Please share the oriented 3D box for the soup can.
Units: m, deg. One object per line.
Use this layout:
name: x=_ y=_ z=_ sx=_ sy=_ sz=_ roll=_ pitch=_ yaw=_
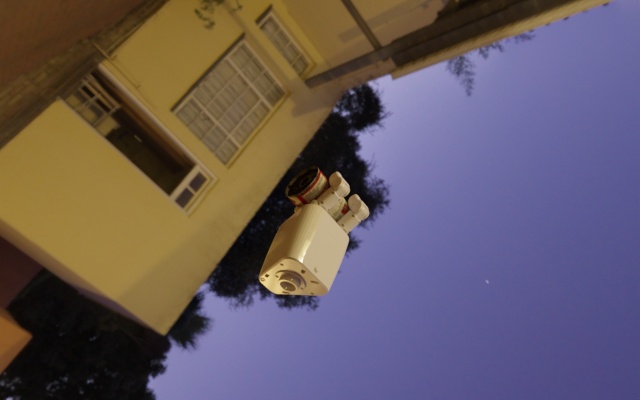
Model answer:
soup can: x=0.000 y=0.002 z=0.784 sx=0.102 sy=0.068 sz=0.068 roll=48 pitch=-26 yaw=-26
